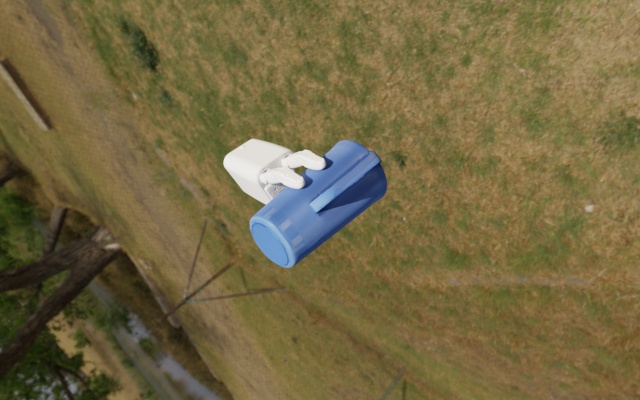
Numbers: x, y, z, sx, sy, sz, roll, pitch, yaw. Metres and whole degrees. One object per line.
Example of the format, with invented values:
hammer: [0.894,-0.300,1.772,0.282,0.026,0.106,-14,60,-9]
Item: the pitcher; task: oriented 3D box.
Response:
pitcher: [0.000,0.003,0.839,0.145,0.149,0.242,26,52,37]
